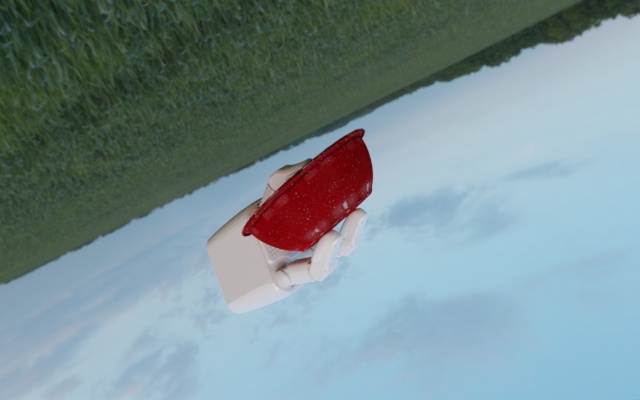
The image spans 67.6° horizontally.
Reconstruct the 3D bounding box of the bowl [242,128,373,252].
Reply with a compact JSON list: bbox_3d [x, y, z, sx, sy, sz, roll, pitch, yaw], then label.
[{"bbox_3d":[0.001,0.001,0.479,0.162,0.055,0.162,-41,-5,-4],"label":"bowl"}]
